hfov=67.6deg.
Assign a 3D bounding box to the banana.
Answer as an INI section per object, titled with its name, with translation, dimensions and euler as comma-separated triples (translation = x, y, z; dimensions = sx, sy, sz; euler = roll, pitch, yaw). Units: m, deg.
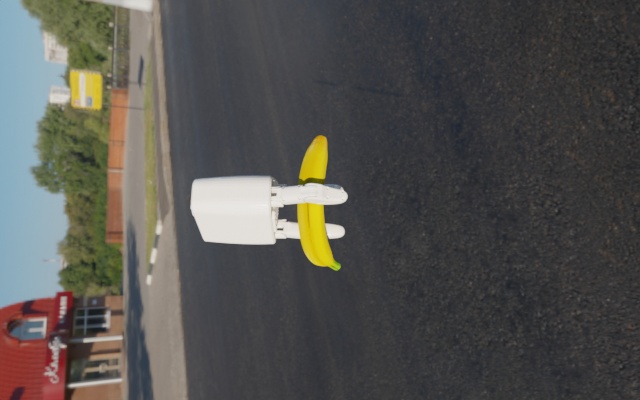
[banana]
translation = -0.007, 0.008, 0.669
dimensions = 0.037, 0.198, 0.069
euler = -2, 6, 24
